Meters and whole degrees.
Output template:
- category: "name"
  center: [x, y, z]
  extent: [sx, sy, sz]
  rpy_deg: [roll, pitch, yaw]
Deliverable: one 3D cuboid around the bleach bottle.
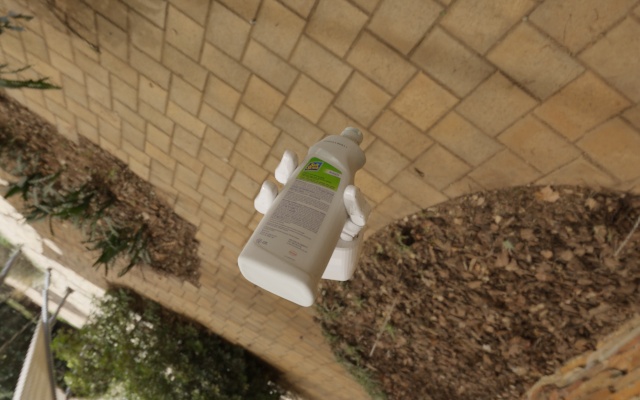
- category: "bleach bottle"
  center: [0.000, 0.002, 0.608]
  extent: [0.102, 0.250, 0.068]
  rpy_deg: [21, -32, 15]
